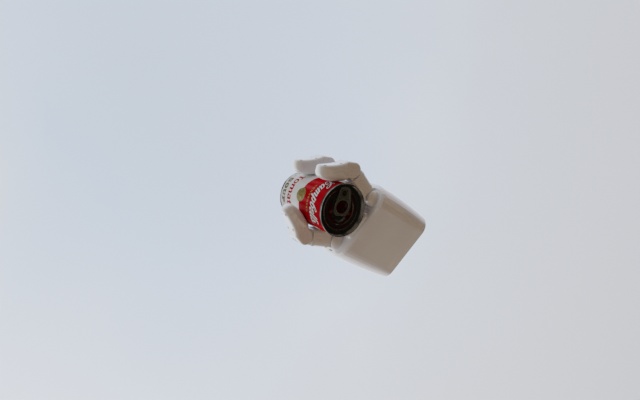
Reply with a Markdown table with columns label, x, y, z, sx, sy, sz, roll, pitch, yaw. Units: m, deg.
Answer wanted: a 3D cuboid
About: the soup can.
| label | x | y | z | sx | sy | sz | roll | pitch | yaw |
| --- | --- | --- | --- | --- | --- | --- | --- | --- | --- |
| soup can | 0.000 | 0.002 | 0.625 | 0.068 | 0.068 | 0.102 | 0 | 12 | -35 |
